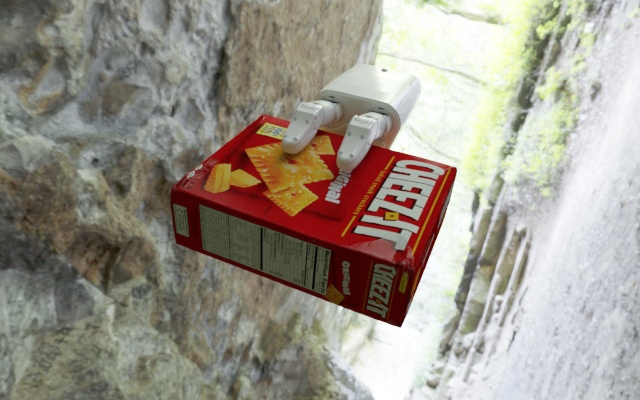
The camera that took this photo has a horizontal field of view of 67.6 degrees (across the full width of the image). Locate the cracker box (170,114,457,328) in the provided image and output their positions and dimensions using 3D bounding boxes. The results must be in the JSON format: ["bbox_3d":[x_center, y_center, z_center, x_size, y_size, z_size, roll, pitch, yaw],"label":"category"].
[{"bbox_3d":[0.000,0.002,0.439,0.213,0.072,0.164,17,38,17],"label":"cracker box"}]
